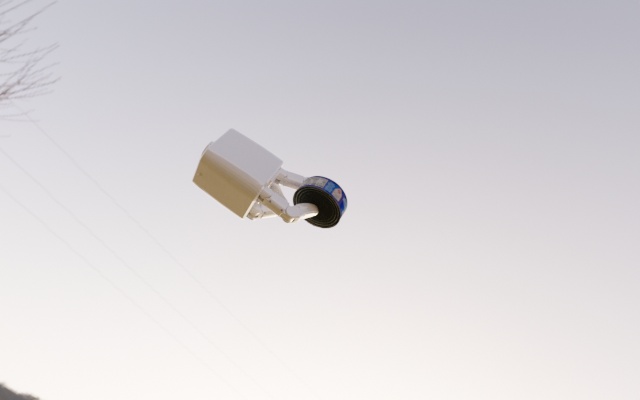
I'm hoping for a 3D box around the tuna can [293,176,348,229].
[{"bbox_3d":[0.000,0.002,0.776,0.086,0.086,0.033,0,37,32],"label":"tuna can"}]
